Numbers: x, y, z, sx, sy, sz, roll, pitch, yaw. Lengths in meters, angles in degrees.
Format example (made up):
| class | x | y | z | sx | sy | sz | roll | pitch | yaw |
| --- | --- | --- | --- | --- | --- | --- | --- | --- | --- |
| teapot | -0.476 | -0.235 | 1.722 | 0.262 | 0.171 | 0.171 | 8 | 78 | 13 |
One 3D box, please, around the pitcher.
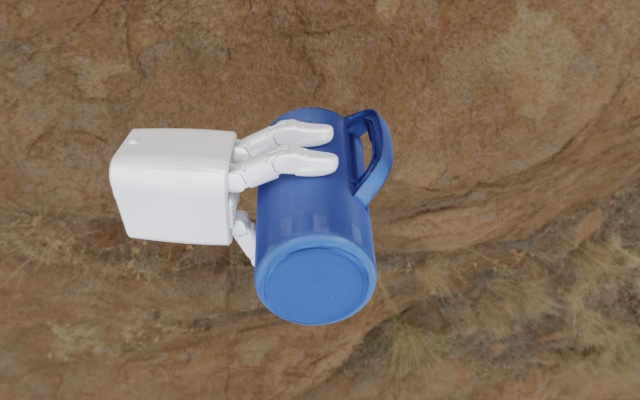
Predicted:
| class | x | y | z | sx | sy | sz | roll | pitch | yaw |
| --- | --- | --- | --- | --- | --- | --- | --- | --- | --- |
| pitcher | 0.000 | 0.002 | 0.504 | 0.145 | 0.149 | 0.242 | 3 | 34 | -5 |
